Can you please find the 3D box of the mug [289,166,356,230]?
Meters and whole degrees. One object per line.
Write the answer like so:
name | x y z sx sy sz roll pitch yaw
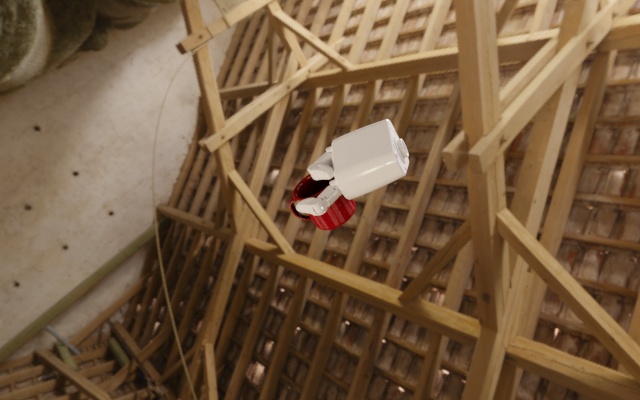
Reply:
mug | -0.001 0.004 0.853 0.117 0.081 0.093 -22 28 21
